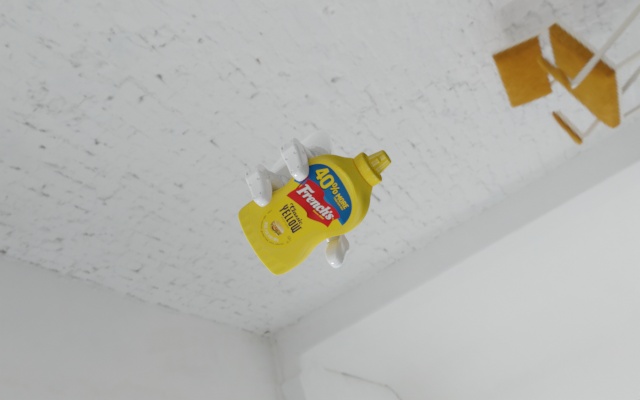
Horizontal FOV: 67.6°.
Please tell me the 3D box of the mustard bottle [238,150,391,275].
[{"bbox_3d":[0.000,0.002,0.565,0.192,0.096,0.058,-34,-9,16],"label":"mustard bottle"}]
